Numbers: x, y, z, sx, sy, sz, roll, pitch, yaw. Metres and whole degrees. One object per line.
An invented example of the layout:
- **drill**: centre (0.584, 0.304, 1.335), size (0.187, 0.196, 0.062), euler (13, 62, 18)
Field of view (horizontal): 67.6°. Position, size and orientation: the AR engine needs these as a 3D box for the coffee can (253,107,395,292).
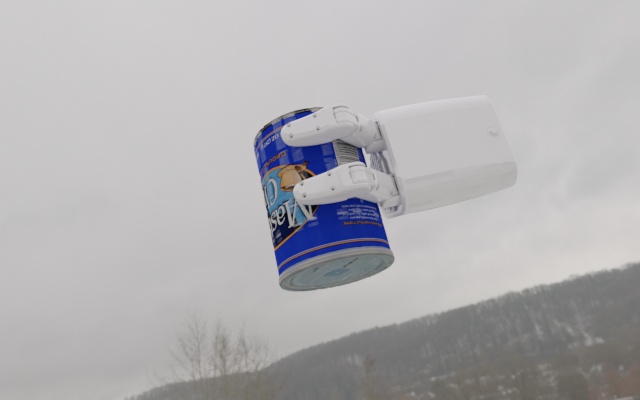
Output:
- **coffee can**: centre (0.000, 0.002, 0.440), size (0.103, 0.140, 0.103), euler (-11, -22, -5)
